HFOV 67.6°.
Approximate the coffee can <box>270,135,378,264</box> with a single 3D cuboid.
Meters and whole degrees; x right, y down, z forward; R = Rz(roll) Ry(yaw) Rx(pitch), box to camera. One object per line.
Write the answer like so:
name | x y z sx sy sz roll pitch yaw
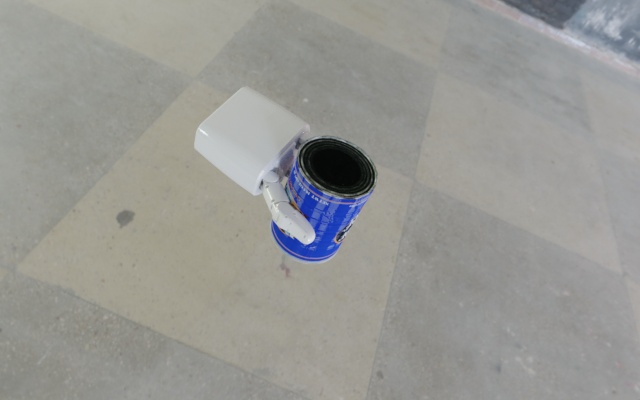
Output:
coffee can | 0.000 0.002 0.617 0.103 0.102 0.140 0 -39 -23
